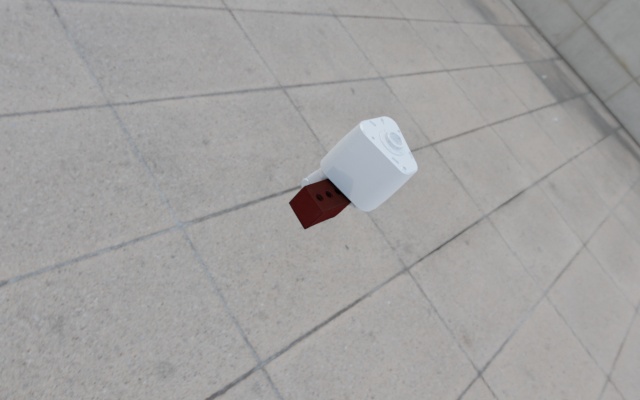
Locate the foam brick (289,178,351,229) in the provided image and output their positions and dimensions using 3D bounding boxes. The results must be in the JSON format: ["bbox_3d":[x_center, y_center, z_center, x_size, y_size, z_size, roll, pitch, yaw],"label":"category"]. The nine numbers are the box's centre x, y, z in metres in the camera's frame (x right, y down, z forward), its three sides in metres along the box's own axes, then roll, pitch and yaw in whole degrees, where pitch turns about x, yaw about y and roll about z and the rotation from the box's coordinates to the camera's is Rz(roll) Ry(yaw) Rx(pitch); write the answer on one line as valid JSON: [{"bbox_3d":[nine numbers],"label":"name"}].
[{"bbox_3d":[0.000,0.003,0.756,0.078,0.053,0.051,-21,-17,-46],"label":"foam brick"}]
